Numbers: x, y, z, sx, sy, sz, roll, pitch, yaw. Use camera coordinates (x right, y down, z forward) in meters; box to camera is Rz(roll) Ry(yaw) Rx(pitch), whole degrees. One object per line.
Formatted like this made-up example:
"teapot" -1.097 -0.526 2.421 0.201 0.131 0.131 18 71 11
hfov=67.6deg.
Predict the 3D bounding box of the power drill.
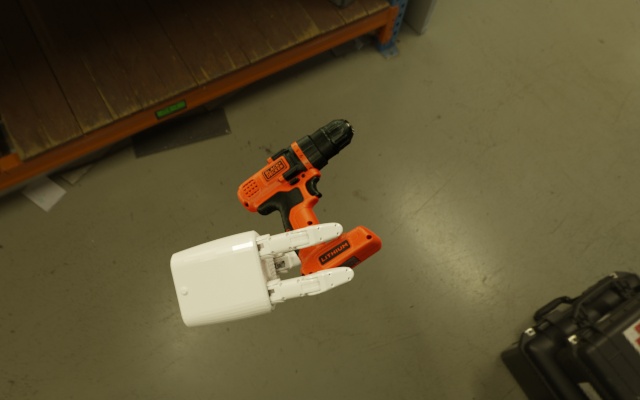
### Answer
"power drill" 0.000 0.003 0.627 0.184 0.187 0.057 -36 -27 7
